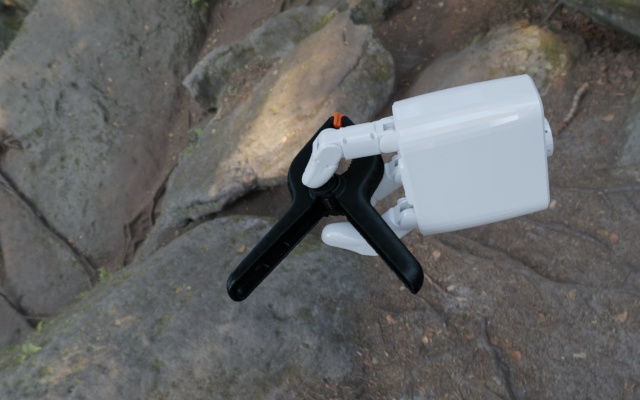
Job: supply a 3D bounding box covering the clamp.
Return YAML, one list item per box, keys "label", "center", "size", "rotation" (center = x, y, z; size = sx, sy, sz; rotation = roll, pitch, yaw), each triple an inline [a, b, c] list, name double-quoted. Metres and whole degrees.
- label: "clamp"
  center: [0.000, 0.000, 0.437]
  size: [0.164, 0.209, 0.036]
  rotation: [-11, -42, 13]
